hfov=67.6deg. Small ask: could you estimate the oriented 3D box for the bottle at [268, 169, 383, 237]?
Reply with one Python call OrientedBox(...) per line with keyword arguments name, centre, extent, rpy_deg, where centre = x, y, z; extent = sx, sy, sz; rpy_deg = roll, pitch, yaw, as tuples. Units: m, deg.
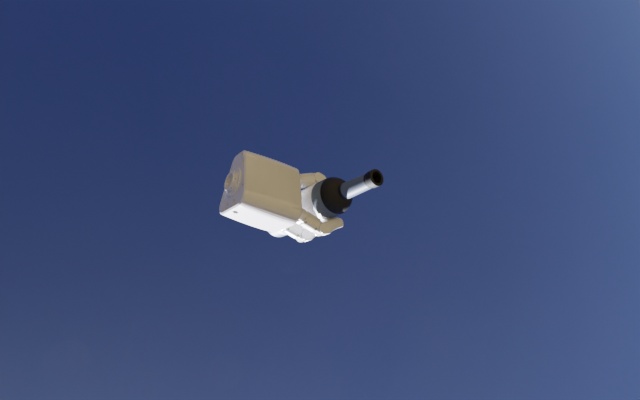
OrientedBox(name="bottle", centre=(0.000, 0.003, 0.842), extent=(0.069, 0.069, 0.296), rpy_deg=(0, -15, -37))
